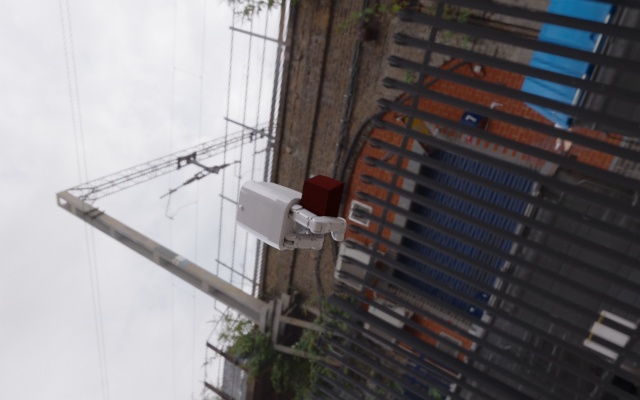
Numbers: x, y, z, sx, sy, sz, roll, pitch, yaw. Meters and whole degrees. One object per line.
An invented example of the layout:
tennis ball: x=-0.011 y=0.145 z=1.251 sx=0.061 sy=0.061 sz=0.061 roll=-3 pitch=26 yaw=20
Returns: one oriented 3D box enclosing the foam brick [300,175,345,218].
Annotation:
foam brick: x=0.000 y=0.002 z=0.808 sx=0.051 sy=0.078 sz=0.053 roll=24 pitch=26 yaw=26
